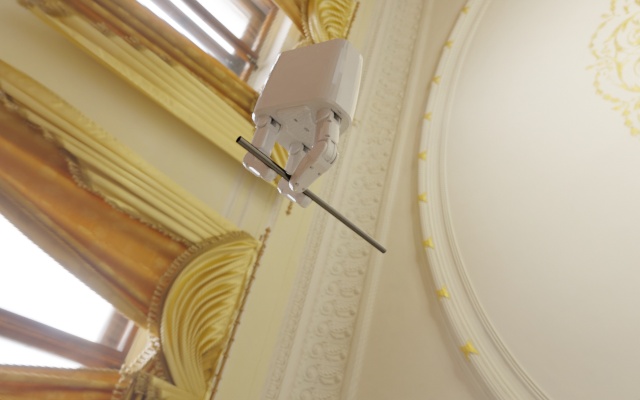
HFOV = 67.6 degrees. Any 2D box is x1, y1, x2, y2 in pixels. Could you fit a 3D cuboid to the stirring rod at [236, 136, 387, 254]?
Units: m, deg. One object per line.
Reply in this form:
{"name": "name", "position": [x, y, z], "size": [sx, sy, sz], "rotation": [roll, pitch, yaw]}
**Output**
{"name": "stirring rod", "position": [0.000, 0.002, 0.527], "size": [0.240, 0.011, 0.011], "rotation": [38, -23, -34]}
